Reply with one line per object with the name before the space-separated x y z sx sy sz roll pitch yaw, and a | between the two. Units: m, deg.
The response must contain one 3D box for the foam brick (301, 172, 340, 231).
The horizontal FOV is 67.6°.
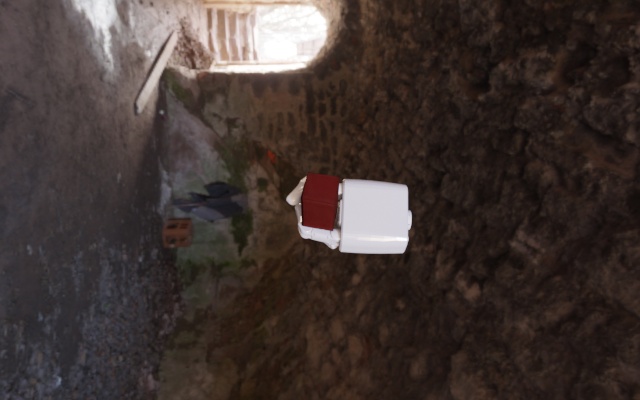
foam brick | 0.000 0.002 0.736 0.051 0.053 0.078 9 -34 6
